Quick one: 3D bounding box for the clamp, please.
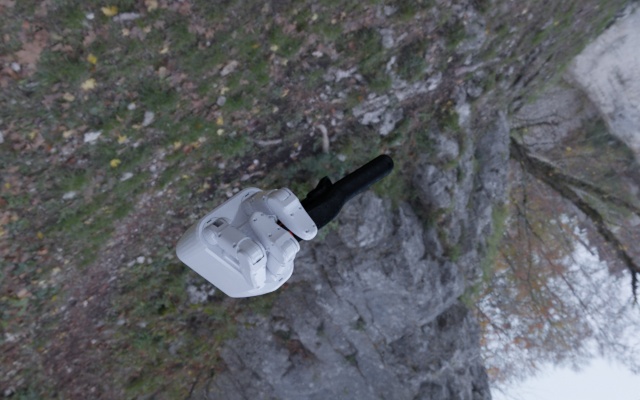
[{"bbox_3d":[0.000,0.002,0.567,0.171,0.039,0.120,-35,6,-34],"label":"clamp"}]
